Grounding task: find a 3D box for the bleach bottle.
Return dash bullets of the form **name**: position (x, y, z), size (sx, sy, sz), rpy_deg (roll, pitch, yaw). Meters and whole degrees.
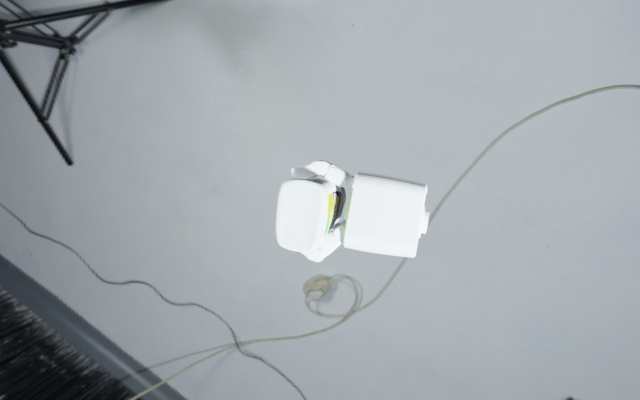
- **bleach bottle**: position (0.000, 0.003, 0.748), size (0.068, 0.102, 0.251), rpy_deg (10, 12, 11)
